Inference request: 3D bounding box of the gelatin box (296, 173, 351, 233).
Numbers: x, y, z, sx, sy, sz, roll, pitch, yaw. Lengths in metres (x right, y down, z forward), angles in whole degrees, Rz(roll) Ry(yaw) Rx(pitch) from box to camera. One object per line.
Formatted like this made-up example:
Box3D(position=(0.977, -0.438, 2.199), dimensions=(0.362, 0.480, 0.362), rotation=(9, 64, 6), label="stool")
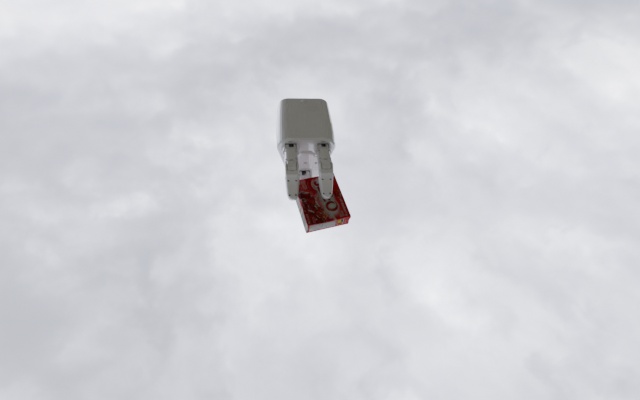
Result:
Box3D(position=(0.000, 0.003, 0.777), dimensions=(0.073, 0.089, 0.030), rotation=(-12, -29, -14), label="gelatin box")
